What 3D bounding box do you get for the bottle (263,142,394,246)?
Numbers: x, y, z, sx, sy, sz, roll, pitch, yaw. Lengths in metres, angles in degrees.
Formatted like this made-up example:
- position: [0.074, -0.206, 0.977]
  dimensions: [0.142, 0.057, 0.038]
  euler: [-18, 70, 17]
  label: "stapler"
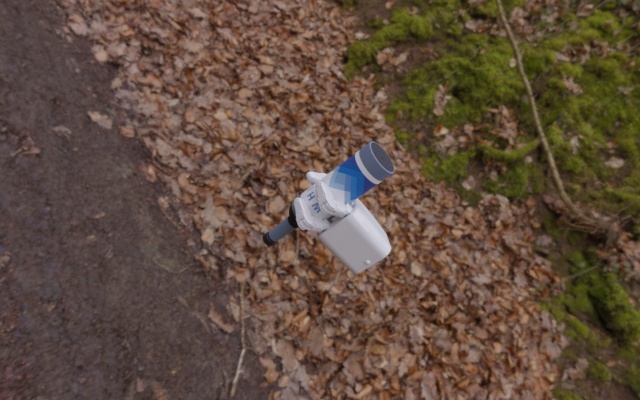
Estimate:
- position: [0.000, 0.003, 0.882]
  dimensions: [0.296, 0.069, 0.069]
  euler: [-36, -19, 27]
  label: "bottle"
